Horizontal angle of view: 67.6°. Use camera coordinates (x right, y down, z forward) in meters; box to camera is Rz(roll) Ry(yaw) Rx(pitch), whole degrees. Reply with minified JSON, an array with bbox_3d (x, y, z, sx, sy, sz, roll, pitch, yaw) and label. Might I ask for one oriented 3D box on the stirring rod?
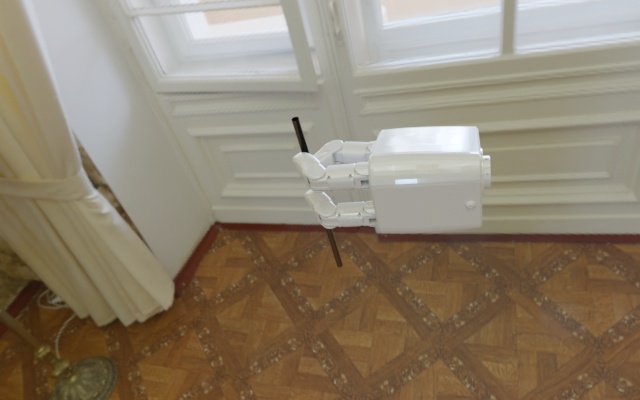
[{"bbox_3d":[0.000,0.002,0.576,0.011,0.240,0.011,-9,42,9],"label":"stirring rod"}]
